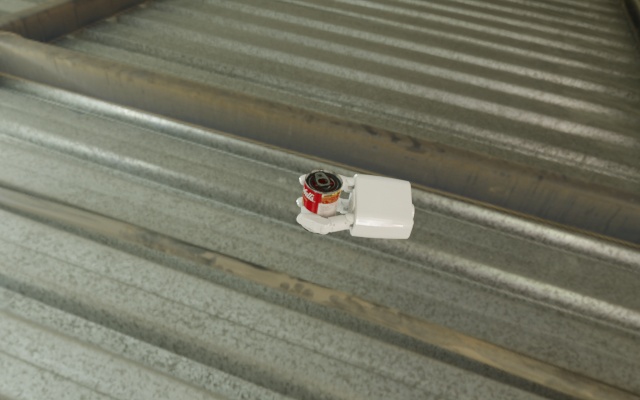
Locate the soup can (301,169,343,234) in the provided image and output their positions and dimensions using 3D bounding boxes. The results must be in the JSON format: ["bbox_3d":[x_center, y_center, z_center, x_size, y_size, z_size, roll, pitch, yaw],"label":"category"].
[{"bbox_3d":[0.000,0.003,0.869,0.068,0.102,0.068,5,41,-5],"label":"soup can"}]
